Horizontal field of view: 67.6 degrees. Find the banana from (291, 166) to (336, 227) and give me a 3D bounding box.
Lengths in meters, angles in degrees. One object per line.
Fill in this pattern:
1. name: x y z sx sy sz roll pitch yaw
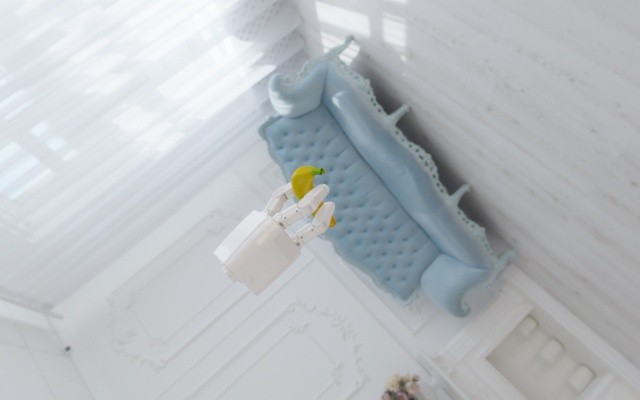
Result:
1. banana: -0.015 -0.008 0.851 0.069 0.037 0.198 32 -18 23
